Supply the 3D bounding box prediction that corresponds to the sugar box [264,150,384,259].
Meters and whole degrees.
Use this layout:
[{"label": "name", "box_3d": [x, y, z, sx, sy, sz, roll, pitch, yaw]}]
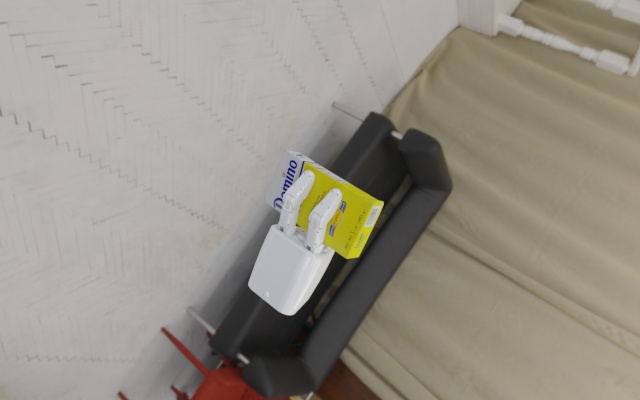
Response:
[{"label": "sugar box", "box_3d": [0.000, 0.003, 0.721, 0.176, 0.093, 0.048, 31, 14, 26]}]
